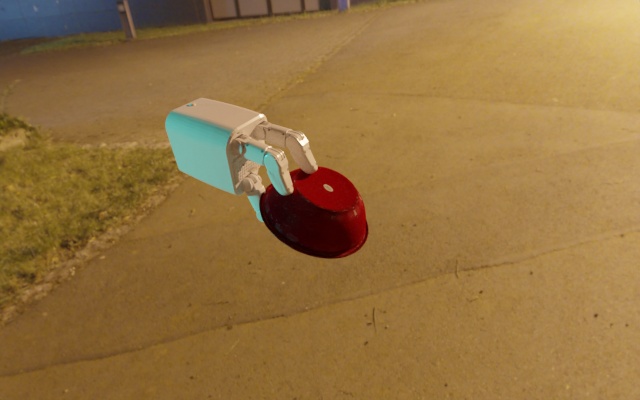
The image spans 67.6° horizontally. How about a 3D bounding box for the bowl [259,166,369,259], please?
[{"bbox_3d":[0.001,0.002,0.658,0.162,0.055,0.162,14,39,-12],"label":"bowl"}]
